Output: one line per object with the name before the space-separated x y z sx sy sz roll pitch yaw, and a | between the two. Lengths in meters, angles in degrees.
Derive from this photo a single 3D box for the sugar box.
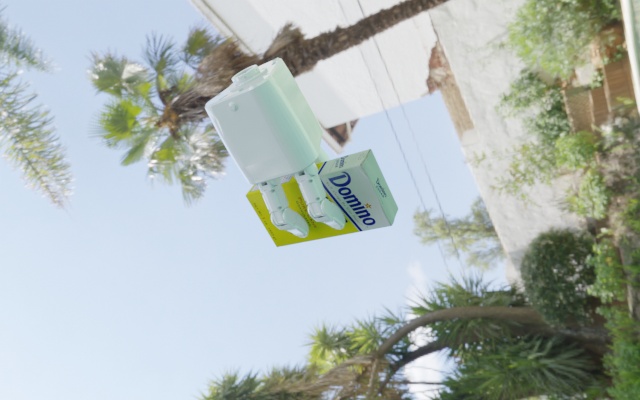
sugar box | 0.000 0.002 0.614 0.176 0.093 0.048 -13 29 33
